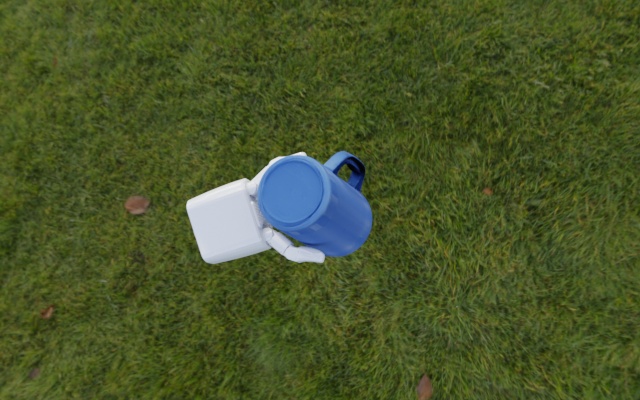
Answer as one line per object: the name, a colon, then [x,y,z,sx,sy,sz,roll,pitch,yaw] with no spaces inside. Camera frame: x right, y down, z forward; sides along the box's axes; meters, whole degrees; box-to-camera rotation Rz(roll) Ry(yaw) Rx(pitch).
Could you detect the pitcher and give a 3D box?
pitcher: [0.000,0.003,0.754,0.145,0.149,0.243,-16,-16,13]
